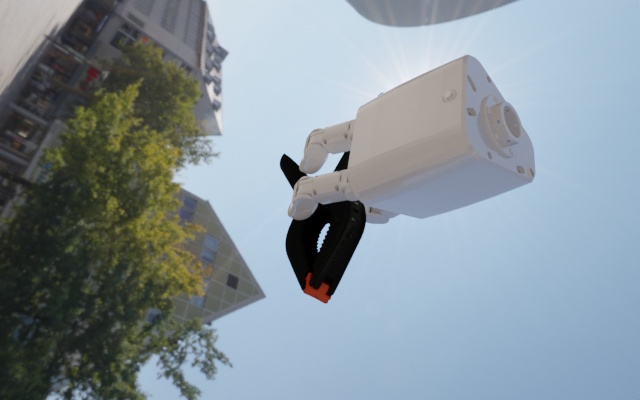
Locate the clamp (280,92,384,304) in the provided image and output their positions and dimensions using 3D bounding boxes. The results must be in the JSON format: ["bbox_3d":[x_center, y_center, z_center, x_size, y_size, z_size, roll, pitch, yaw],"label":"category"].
[{"bbox_3d":[0.001,0.002,0.481,0.036,0.209,0.164,33,-36,-32],"label":"clamp"}]
